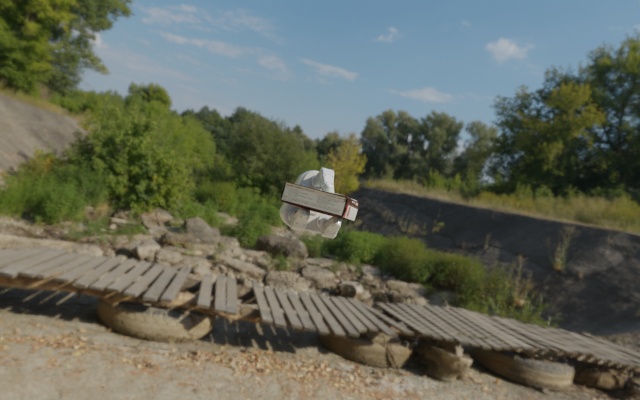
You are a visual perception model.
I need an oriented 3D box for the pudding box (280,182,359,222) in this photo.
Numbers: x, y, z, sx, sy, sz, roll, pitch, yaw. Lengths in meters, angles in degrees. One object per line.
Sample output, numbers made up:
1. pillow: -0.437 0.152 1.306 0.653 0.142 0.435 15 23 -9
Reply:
1. pudding box: 0.000 0.002 0.800 0.113 0.039 0.090 13 -2 17
